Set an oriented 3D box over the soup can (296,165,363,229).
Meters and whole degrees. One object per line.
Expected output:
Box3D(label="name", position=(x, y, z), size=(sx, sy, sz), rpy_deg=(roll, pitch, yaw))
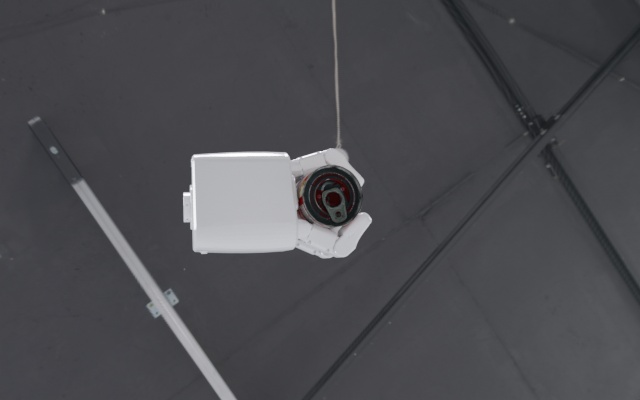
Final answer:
Box3D(label="soup can", position=(0.000, 0.002, 0.558), size=(0.068, 0.068, 0.102), rpy_deg=(0, -8, -16))
